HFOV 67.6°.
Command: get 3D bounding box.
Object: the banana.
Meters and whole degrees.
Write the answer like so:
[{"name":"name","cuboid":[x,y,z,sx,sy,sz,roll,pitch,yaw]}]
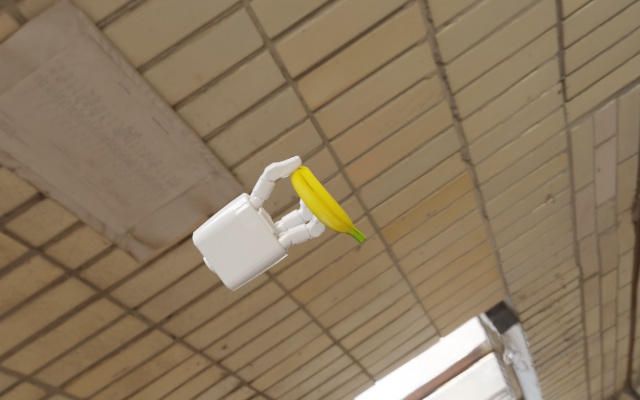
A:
[{"name":"banana","cuboid":[-0.007,-0.006,0.703,0.070,0.037,0.197,49,2,-44]}]
